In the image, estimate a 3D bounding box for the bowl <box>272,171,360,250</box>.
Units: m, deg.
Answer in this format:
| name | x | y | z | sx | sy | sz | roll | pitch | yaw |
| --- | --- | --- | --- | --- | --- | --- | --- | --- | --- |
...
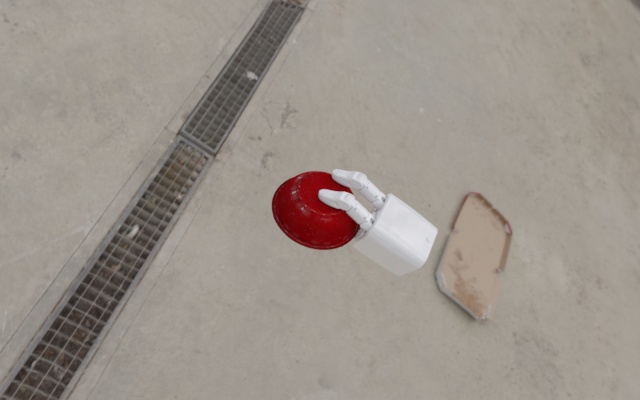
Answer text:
| name | x | y | z | sx | sy | sz | roll | pitch | yaw |
| --- | --- | --- | --- | --- | --- | --- | --- | --- | --- |
| bowl | -0.001 | 0.002 | 0.818 | 0.162 | 0.162 | 0.055 | 0 | -36 | -18 |
